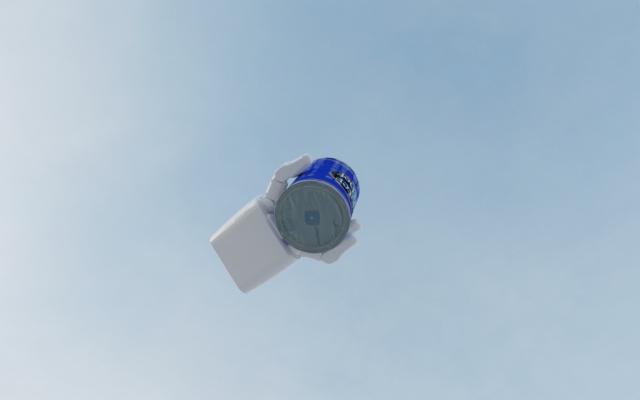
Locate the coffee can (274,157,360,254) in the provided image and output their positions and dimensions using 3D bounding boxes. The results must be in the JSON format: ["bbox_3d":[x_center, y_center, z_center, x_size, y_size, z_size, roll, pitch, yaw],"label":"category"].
[{"bbox_3d":[0.000,0.002,0.695,0.103,0.103,0.140,0,18,10],"label":"coffee can"}]
